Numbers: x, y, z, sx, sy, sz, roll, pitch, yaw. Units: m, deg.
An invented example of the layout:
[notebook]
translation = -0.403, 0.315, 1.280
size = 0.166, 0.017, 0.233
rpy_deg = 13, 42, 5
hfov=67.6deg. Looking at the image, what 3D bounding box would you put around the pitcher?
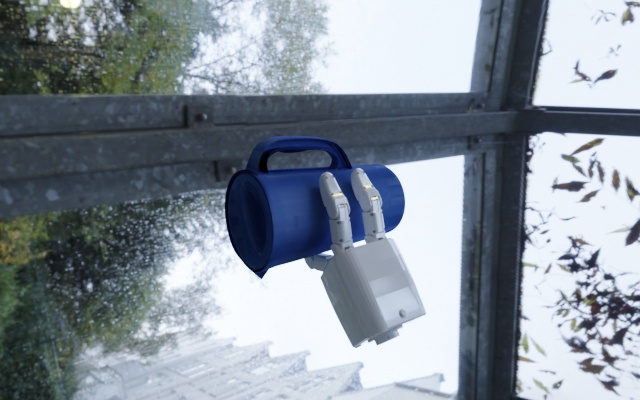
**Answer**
[pitcher]
translation = 0.000, 0.002, 0.666
size = 0.243, 0.145, 0.149
rpy_deg = -10, -25, -35
